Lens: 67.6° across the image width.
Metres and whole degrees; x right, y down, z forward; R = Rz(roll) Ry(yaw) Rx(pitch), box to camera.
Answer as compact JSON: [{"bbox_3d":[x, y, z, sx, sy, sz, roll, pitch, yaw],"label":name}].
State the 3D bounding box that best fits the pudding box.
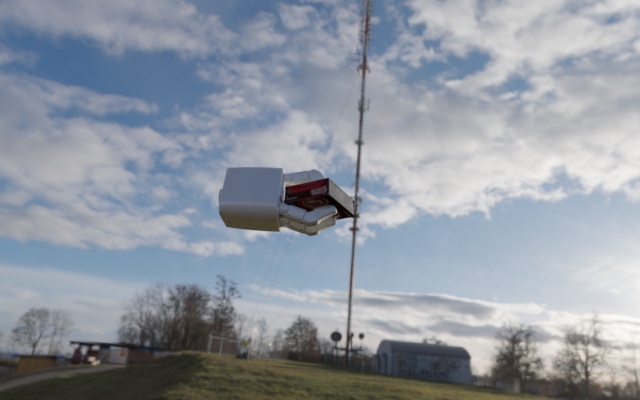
[{"bbox_3d":[0.000,0.003,0.868,0.090,0.039,0.113,-10,-24,27],"label":"pudding box"}]
